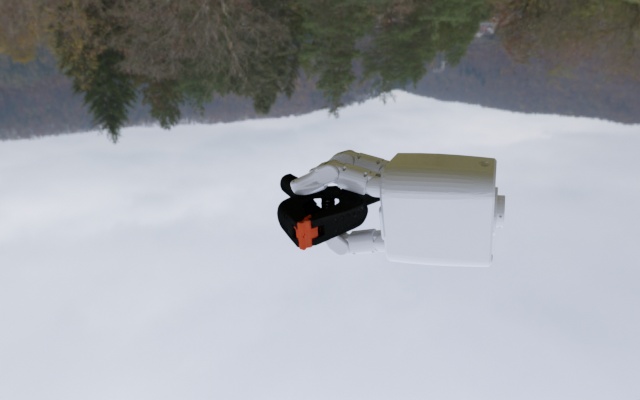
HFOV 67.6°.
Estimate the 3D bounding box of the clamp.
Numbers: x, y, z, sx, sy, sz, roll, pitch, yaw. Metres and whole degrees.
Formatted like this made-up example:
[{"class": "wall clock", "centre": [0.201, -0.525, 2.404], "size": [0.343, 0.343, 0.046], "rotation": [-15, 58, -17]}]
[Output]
[{"class": "clamp", "centre": [0.000, 0.003, 0.531], "size": [0.164, 0.036, 0.210], "rotation": [1, 17, 21]}]
